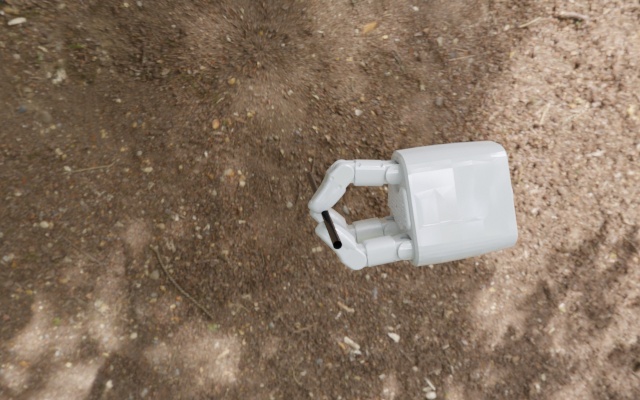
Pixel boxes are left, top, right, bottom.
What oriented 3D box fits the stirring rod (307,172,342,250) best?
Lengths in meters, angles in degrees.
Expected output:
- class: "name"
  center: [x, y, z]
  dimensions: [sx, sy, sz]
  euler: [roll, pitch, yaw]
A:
- class: "stirring rod"
  center: [0.000, 0.002, 0.512]
  dimensions: [0.011, 0.011, 0.239]
  euler: [0, 17, -7]
